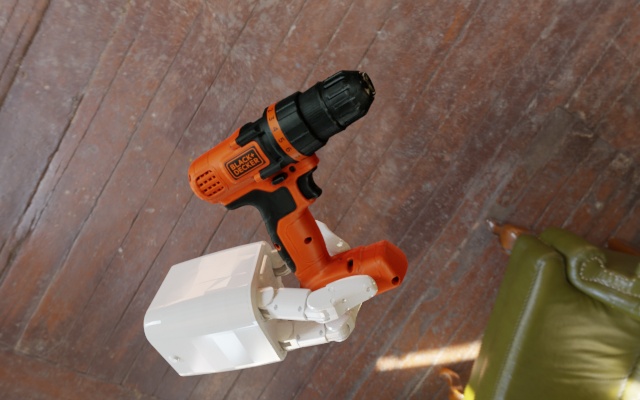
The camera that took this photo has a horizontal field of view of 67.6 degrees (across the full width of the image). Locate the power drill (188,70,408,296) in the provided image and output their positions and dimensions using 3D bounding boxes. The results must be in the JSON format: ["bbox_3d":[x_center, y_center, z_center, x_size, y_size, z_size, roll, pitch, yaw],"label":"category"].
[{"bbox_3d":[0.000,0.002,0.422,0.184,0.188,0.057,-26,16,25],"label":"power drill"}]
